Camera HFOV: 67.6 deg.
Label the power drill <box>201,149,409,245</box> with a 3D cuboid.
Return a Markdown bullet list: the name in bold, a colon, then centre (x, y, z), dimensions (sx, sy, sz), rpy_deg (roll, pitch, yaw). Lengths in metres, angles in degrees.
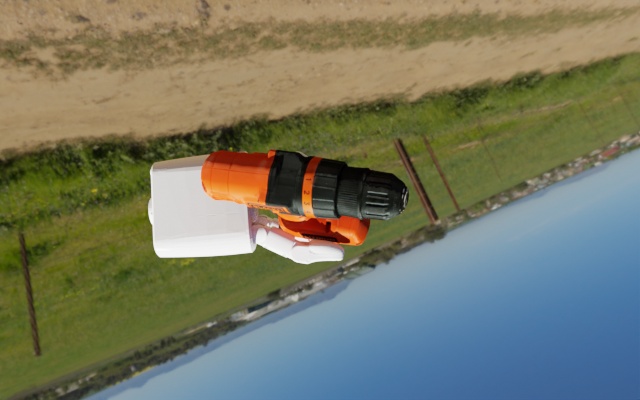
- **power drill**: centre (0.000, 0.002, 0.476), dimensions (0.184, 0.057, 0.188), rpy_deg (10, -12, 16)
